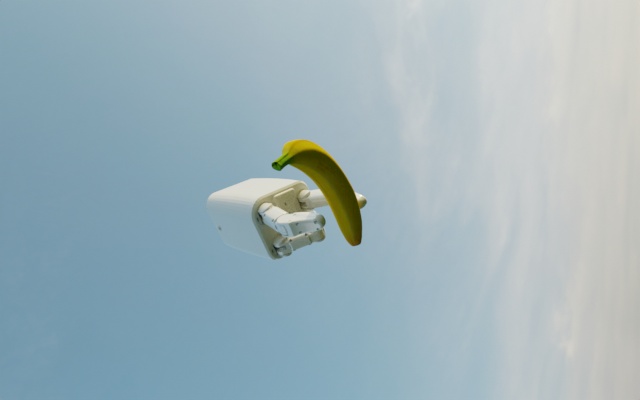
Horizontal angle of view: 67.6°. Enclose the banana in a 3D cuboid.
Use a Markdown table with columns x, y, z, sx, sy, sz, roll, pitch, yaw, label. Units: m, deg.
| x | y | z | sx | sy | sz | roll | pitch | yaw | label |
| --- | --- | --- | --- | --- | --- | --- | --- | --- | --- |
| 0.006 | -0.016 | 0.575 | 0.037 | 0.069 | 0.198 | 8 | -25 | 39 | banana |
